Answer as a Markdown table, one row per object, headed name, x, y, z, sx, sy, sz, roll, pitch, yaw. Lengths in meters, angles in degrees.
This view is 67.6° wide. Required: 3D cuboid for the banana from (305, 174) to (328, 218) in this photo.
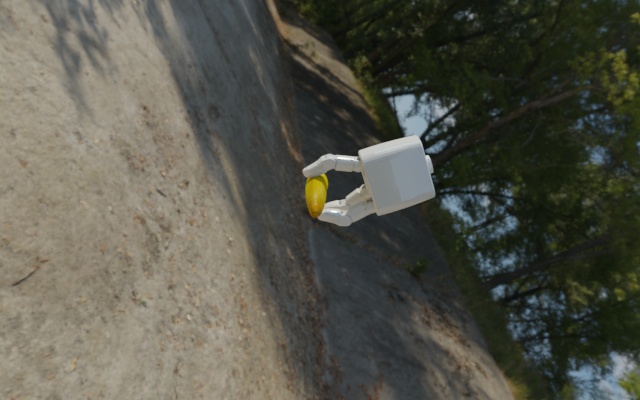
| name | x | y | z | sx | sy | sz | roll | pitch | yaw |
| --- | --- | --- | --- | --- | --- | --- | --- | --- | --- |
| banana | -0.004 | -0.016 | 0.848 | 0.037 | 0.069 | 0.198 | -12 | 4 | 4 |
